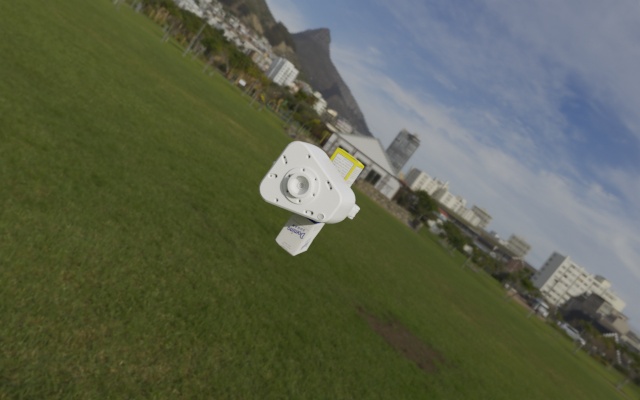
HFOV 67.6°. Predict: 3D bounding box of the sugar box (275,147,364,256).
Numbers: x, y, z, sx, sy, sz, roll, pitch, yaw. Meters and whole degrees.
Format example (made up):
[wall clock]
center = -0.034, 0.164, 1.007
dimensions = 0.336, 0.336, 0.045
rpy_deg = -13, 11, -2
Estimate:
[sugar box]
center = 0.000, 0.002, 0.763
dimensions = 0.048, 0.176, 0.093
rpy_deg = 38, 7, 9
